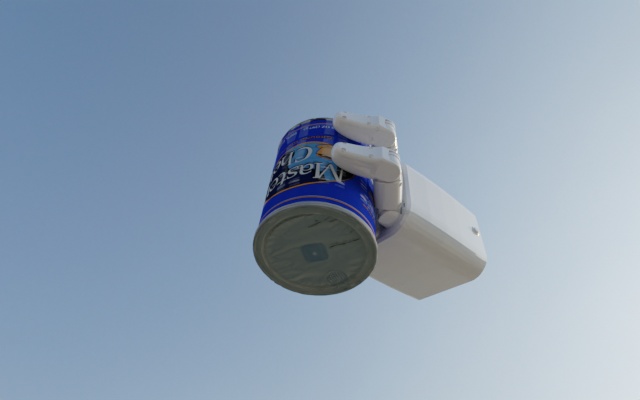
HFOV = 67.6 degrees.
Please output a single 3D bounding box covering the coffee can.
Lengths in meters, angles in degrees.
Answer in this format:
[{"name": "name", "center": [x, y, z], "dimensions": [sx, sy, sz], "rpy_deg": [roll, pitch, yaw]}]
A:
[{"name": "coffee can", "center": [0.000, 0.001, 0.444], "dimensions": [0.103, 0.103, 0.140], "rpy_deg": [0, 38, 5]}]
